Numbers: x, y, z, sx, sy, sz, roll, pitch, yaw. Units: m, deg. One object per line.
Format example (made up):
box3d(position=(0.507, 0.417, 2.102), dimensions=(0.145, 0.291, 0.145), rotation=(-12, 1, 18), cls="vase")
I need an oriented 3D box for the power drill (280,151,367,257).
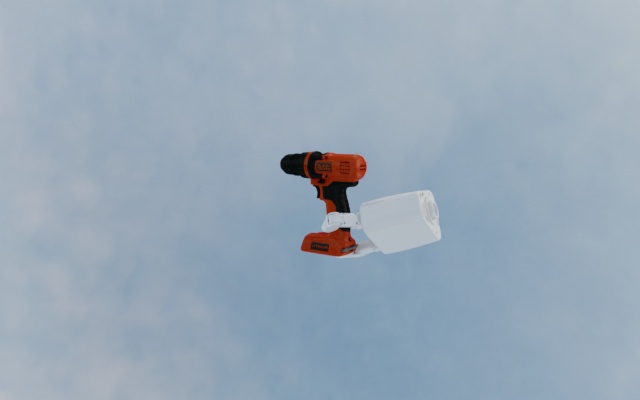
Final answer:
box3d(position=(0.000, 0.003, 0.882), dimensions=(0.184, 0.188, 0.057), rotation=(6, 12, 38), cls="power drill")
